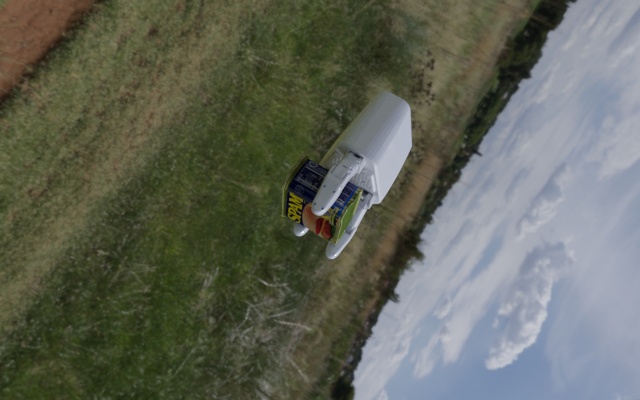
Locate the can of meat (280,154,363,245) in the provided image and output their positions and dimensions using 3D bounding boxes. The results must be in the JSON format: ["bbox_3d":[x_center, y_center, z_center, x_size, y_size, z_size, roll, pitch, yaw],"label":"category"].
[{"bbox_3d":[0.000,0.002,0.603,0.084,0.057,0.102,30,-27,10],"label":"can of meat"}]
